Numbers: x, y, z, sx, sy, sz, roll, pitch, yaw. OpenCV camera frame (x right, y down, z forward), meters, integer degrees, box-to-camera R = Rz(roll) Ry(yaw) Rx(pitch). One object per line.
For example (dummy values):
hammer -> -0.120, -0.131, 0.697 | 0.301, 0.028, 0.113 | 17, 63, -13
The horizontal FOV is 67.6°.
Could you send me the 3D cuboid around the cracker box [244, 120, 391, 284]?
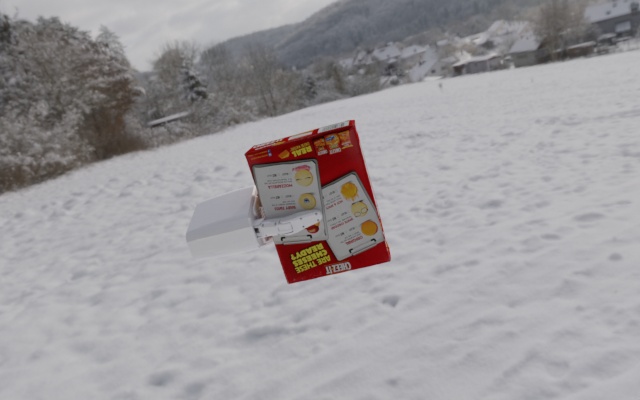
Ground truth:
cracker box -> 0.000, 0.002, 0.719 | 0.164, 0.214, 0.072 | -14, 17, 10
